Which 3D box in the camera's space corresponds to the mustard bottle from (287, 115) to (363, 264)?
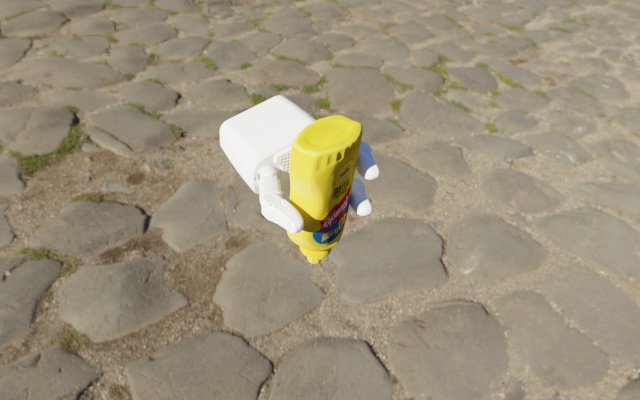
[{"bbox_3d":[0.000,0.002,0.564,0.058,0.192,0.096,26,42,23],"label":"mustard bottle"}]
